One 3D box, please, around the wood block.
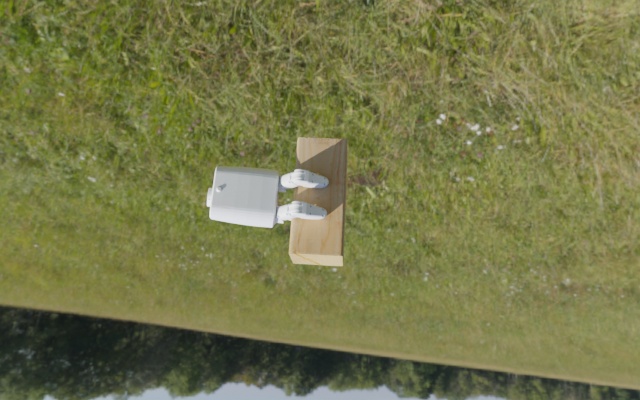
[{"bbox_3d":[0.000,0.003,0.834,0.090,0.206,0.091,3,-18,3],"label":"wood block"}]
